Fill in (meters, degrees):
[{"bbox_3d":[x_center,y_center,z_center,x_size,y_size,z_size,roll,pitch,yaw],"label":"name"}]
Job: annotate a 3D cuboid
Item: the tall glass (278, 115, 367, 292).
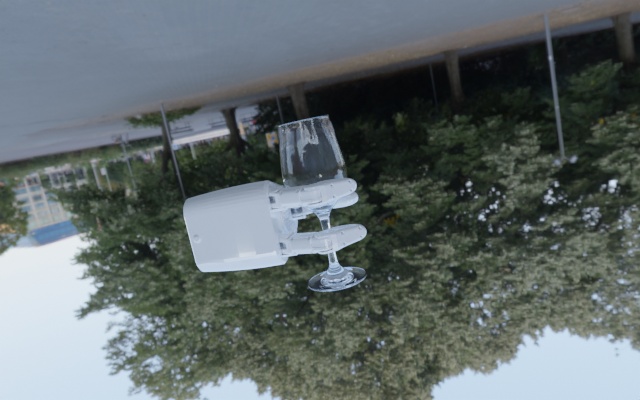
[{"bbox_3d":[0.000,0.003,0.575,0.079,0.201,0.079,-11,10,2],"label":"tall glass"}]
